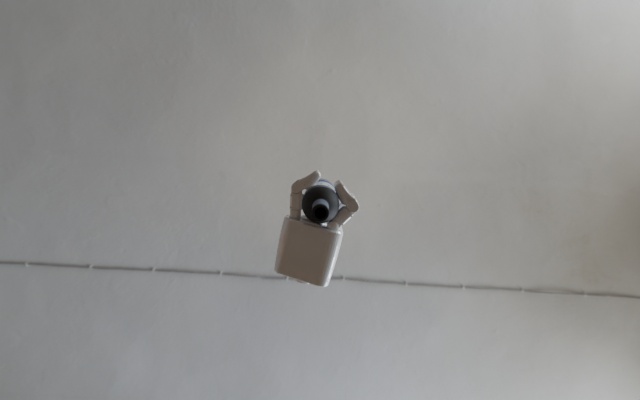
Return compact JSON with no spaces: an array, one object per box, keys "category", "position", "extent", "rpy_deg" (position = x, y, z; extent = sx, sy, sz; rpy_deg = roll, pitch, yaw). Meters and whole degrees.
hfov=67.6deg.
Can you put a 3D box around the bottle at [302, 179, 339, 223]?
[{"category":"bottle","position":[0.000,0.003,0.875],"extent":[0.069,0.069,0.295],"rpy_deg":[0,7,0]}]
